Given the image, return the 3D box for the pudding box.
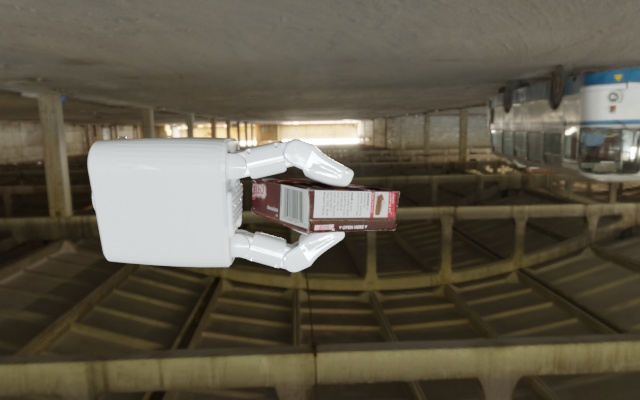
[{"bbox_3d":[0.000,0.002,0.426,0.090,0.039,0.113,-1,9,-31],"label":"pudding box"}]
